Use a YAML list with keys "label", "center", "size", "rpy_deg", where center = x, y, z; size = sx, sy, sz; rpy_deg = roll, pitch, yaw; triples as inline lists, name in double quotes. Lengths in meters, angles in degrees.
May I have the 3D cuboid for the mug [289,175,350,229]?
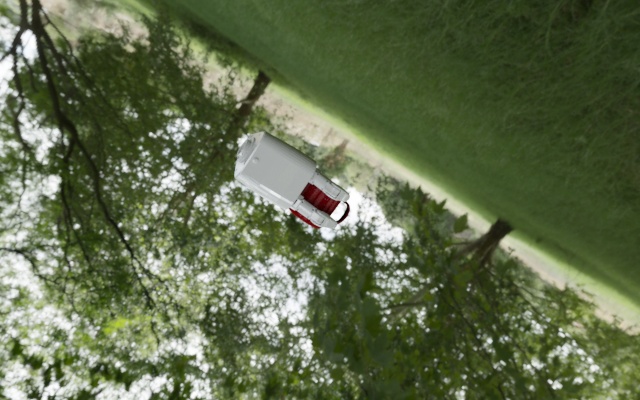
- label: "mug"
  center: [0.001, 0.004, 0.870]
  size: [0.117, 0.081, 0.093]
  rpy_deg: [32, 8, -22]
